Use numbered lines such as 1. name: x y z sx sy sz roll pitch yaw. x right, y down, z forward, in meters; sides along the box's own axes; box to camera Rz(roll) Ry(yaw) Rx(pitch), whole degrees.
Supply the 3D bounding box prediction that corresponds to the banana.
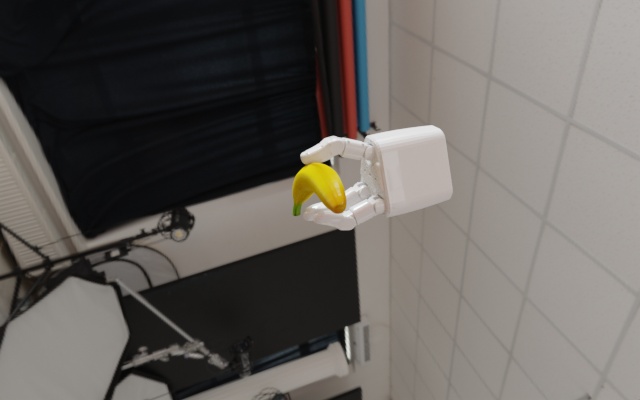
1. banana: -0.004 -0.016 0.626 0.037 0.069 0.198 -9 0 -16
